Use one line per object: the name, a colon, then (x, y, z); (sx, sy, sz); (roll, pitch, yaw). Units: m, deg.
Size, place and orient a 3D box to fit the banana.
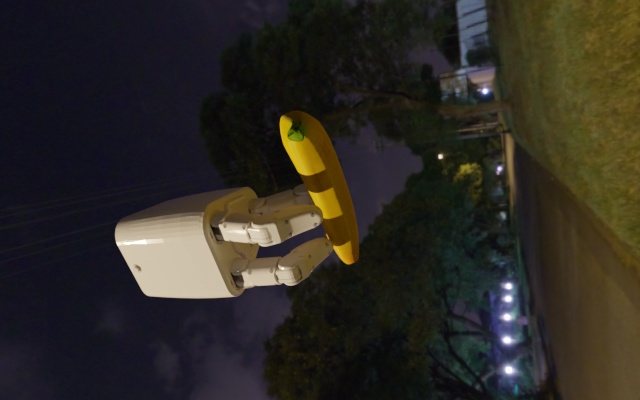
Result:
banana: (0.000, -0.016, 0.432); (0.037, 0.069, 0.198); (-8, -37, 15)
